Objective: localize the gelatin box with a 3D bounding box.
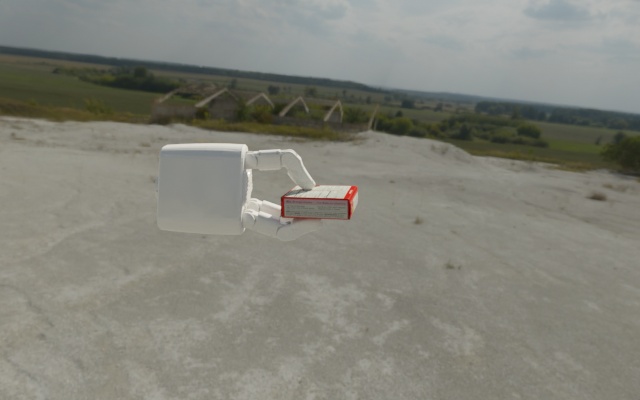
[{"bbox_3d":[0.000,0.002,0.618,0.089,0.030,0.073,1,14,12],"label":"gelatin box"}]
